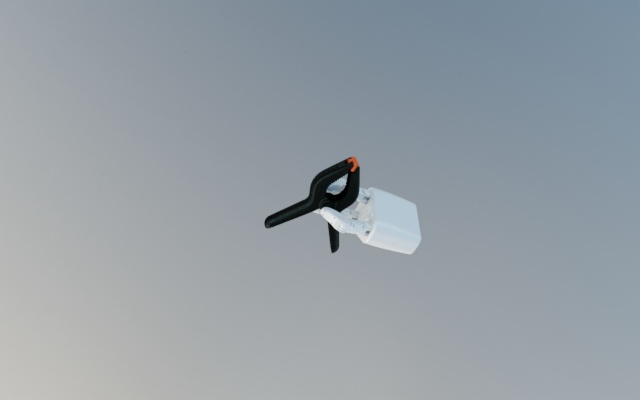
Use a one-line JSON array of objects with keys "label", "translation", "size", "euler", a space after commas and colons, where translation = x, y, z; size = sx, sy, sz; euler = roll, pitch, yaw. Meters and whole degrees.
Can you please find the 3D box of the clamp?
[{"label": "clamp", "translation": [0.001, 0.003, 0.895], "size": [0.164, 0.210, 0.036], "euler": [16, 31, -21]}]
